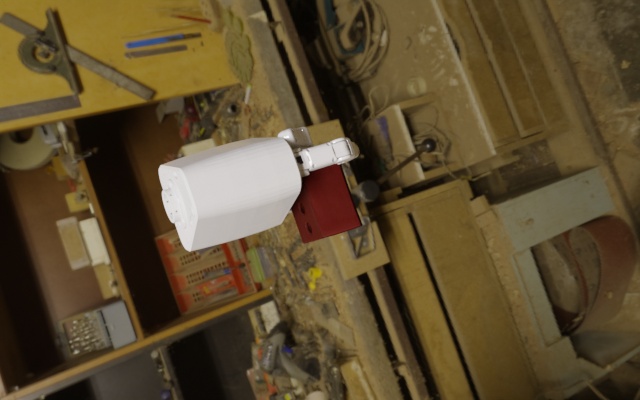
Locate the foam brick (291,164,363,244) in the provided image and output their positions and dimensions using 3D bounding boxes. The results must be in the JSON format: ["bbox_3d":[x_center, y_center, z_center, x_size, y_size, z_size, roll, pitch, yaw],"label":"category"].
[{"bbox_3d":[0.000,0.002,0.516,0.051,0.078,0.053,-19,-2,-29],"label":"foam brick"}]
